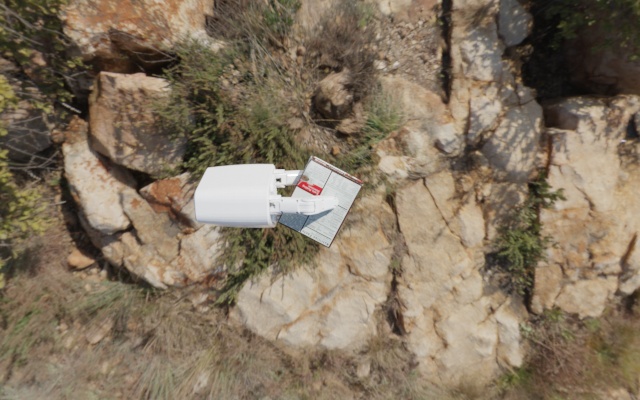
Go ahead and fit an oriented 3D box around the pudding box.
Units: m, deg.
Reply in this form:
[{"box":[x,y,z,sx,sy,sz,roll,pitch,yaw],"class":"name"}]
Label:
[{"box":[0.000,0.002,0.717,0.090,0.113,0.039,27,12,-3],"class":"pudding box"}]
